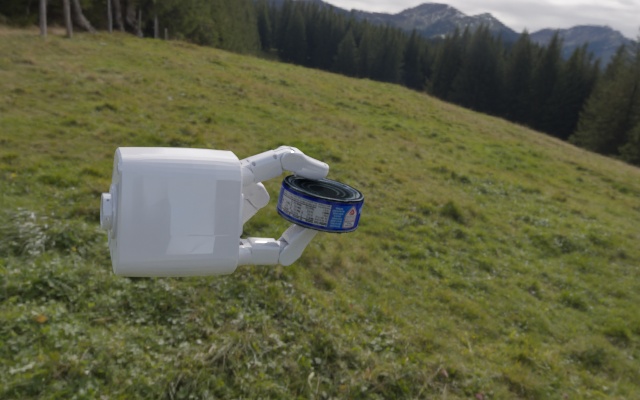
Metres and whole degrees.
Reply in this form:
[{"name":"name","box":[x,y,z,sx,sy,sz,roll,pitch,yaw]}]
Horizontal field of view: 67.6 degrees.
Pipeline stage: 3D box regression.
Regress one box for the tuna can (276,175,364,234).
[{"name":"tuna can","box":[0.000,0.001,0.483,0.086,0.034,0.086,12,15,-3]}]
